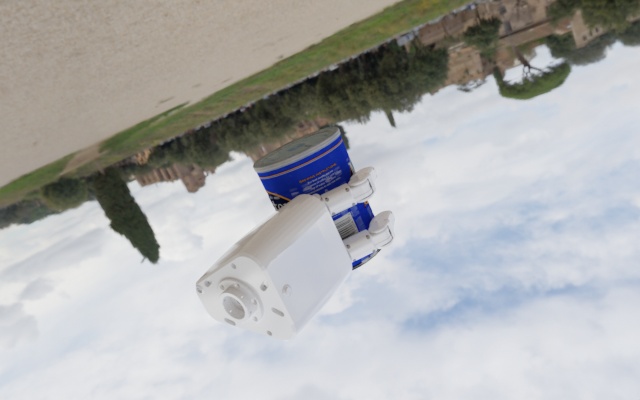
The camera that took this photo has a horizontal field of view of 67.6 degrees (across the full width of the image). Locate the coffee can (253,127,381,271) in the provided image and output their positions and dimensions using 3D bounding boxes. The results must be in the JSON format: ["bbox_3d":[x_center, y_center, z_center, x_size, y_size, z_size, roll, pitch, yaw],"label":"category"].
[{"bbox_3d":[0.000,0.002,0.539,0.103,0.140,0.102,-23,16,7],"label":"coffee can"}]
